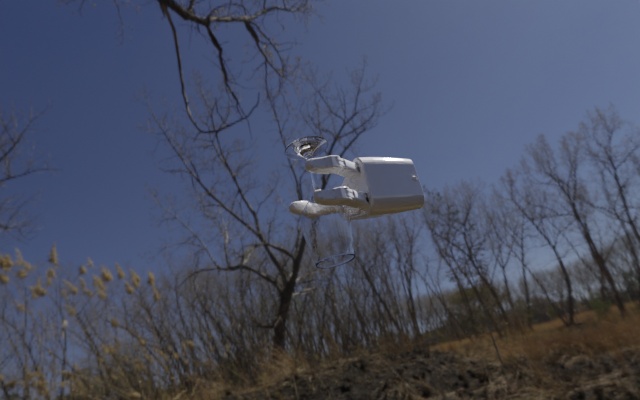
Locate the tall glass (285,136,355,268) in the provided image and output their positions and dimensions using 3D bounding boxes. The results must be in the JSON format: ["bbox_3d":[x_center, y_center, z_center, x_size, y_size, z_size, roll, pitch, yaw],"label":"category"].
[{"bbox_3d":[0.000,0.002,0.755,0.079,0.201,0.079,-12,-22,-5],"label":"tall glass"}]
